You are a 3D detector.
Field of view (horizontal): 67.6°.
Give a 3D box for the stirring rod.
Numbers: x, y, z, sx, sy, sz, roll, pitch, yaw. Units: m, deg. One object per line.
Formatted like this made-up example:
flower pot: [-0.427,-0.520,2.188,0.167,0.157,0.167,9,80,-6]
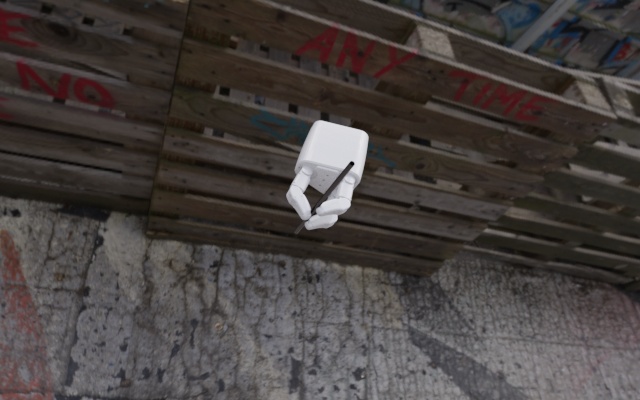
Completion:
stirring rod: [0.000,0.002,0.767,0.011,0.011,0.240,0,-27,-24]
